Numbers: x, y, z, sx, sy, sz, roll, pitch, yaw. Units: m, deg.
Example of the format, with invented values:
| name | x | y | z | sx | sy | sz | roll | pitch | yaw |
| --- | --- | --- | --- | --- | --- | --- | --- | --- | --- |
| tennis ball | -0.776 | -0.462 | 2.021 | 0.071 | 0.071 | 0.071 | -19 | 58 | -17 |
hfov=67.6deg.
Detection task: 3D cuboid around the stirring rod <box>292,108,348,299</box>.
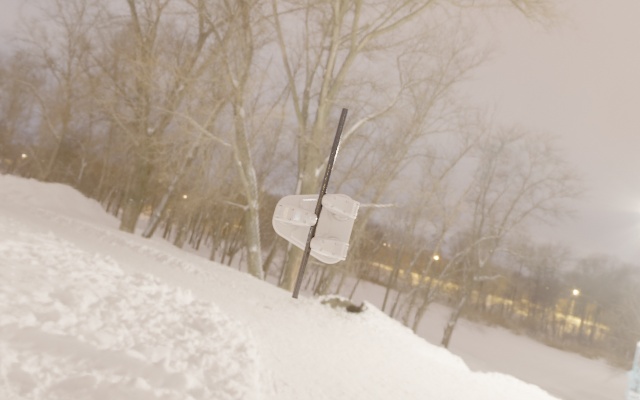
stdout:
| name | x | y | z | sx | sy | sz | roll | pitch | yaw |
| --- | --- | --- | --- | --- | --- | --- | --- | --- | --- |
| stirring rod | 0.000 | 0.002 | 0.585 | 0.011 | 0.239 | 0.011 | 15 | -5 | 1 |
